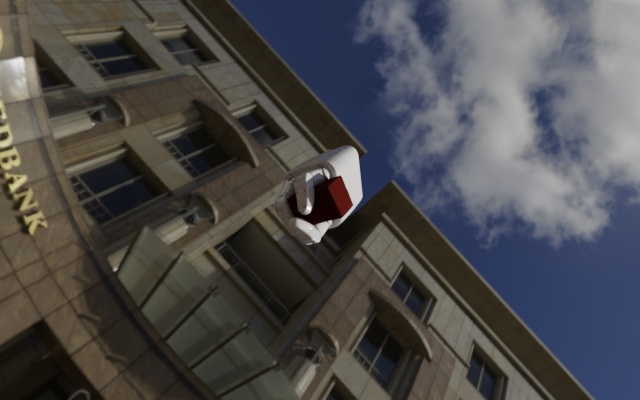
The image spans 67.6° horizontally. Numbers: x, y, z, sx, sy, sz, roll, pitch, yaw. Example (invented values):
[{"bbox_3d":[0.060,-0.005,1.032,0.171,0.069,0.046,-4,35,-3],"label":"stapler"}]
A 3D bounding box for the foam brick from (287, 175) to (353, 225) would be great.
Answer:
[{"bbox_3d":[0.000,0.002,0.716,0.078,0.053,0.051,-16,13,32],"label":"foam brick"}]
